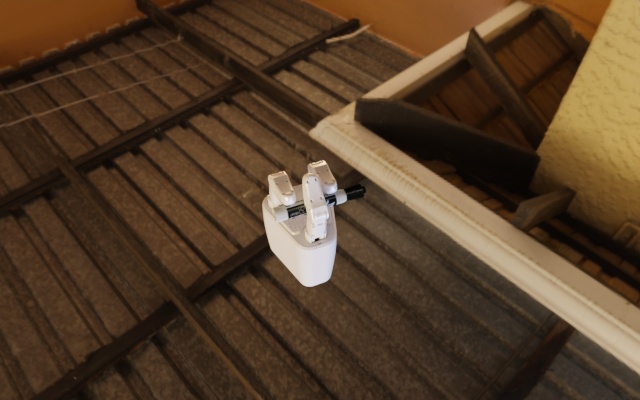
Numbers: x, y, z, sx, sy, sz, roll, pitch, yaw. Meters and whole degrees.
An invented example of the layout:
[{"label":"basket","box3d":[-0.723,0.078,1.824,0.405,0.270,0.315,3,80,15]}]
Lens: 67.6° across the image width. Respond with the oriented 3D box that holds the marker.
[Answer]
[{"label":"marker","box3d":[0.000,0.002,0.593,0.121,0.020,0.020,-16,4,-14]}]
